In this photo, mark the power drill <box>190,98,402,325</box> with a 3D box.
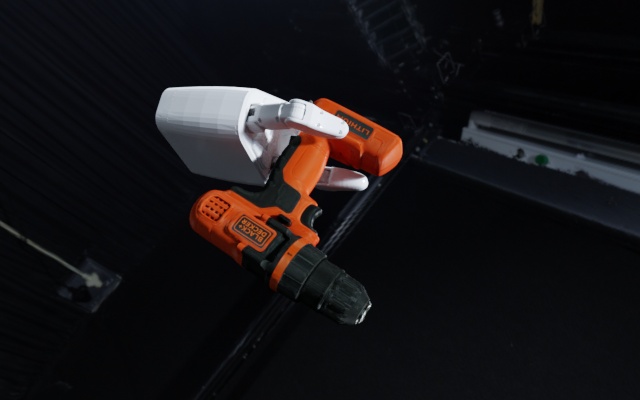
[{"bbox_3d":[0.000,0.001,0.451,0.184,0.187,0.057,31,-26,14],"label":"power drill"}]
